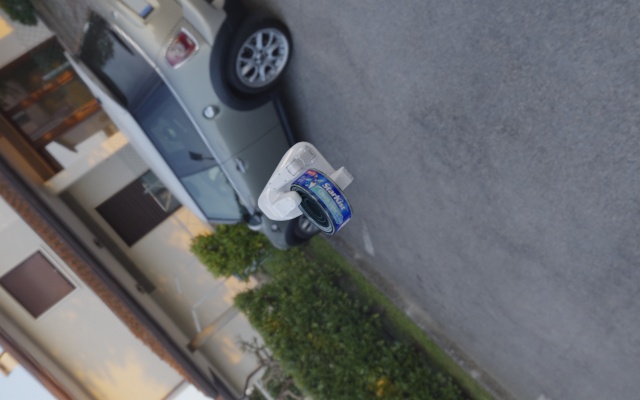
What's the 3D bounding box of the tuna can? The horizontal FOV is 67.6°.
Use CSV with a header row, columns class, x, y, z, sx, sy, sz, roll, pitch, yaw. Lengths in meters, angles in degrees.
class,x,y,z,sx,sy,sz,roll,pitch,yaw
tuna can,0.000,0.002,0.614,0.033,0.086,0.086,-41,15,-19
